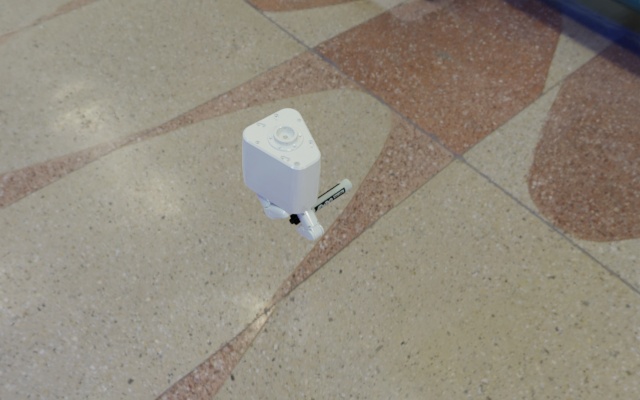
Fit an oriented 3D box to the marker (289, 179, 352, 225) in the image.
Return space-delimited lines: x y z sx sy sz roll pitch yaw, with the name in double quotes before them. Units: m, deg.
"marker" 0.000 0.003 0.756 0.121 0.020 0.020 -33 15 -24
